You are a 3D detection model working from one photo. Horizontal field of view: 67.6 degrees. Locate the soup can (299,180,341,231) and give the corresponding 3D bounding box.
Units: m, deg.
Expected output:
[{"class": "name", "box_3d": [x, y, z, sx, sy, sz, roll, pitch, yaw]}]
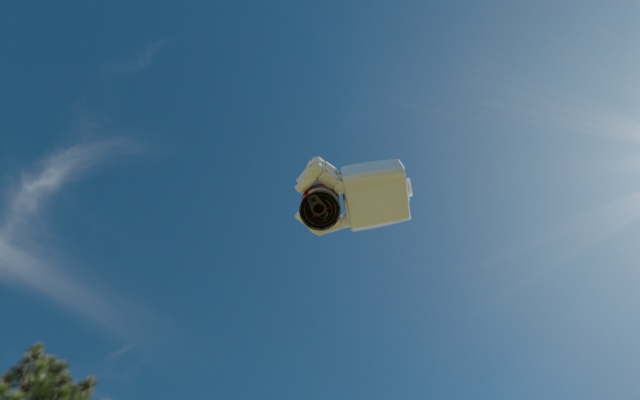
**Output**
[{"class": "soup can", "box_3d": [0.000, 0.003, 0.821, 0.068, 0.068, 0.102, 0, 17, 1]}]
